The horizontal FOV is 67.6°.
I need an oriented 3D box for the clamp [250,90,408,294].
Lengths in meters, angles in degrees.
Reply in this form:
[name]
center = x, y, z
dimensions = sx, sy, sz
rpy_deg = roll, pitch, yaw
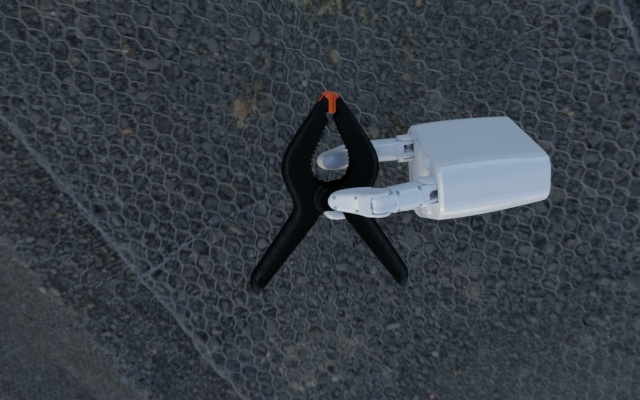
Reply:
[clamp]
center = 0.000, 0.001, 0.471
dimensions = 0.164, 0.210, 0.036
rpy_deg = -9, 18, -5
